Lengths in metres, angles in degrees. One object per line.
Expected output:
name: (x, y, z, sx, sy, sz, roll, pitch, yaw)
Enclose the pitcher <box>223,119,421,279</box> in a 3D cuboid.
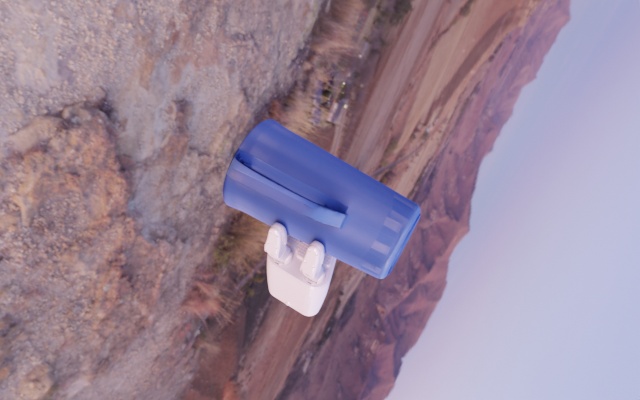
pitcher: (0.000, 0.002, 0.625, 0.243, 0.149, 0.145, 28, -37, 13)
